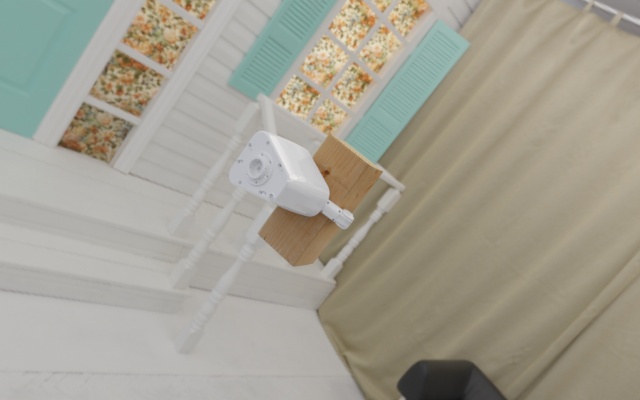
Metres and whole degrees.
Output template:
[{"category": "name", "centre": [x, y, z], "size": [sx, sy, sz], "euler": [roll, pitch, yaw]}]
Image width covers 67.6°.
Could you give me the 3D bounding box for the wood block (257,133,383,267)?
[{"category": "wood block", "centre": [0.000, 0.003, 0.806], "size": [0.091, 0.206, 0.090], "euler": [41, 11, 19]}]
